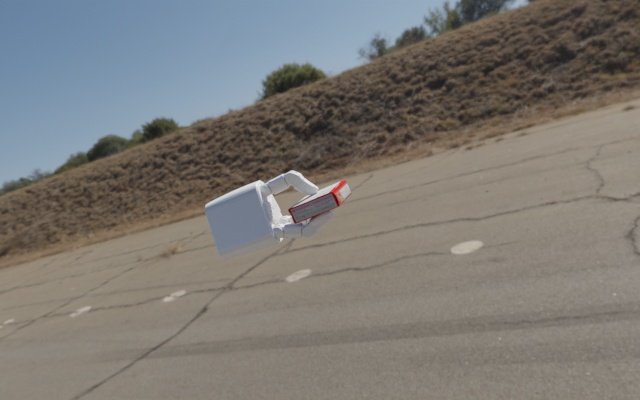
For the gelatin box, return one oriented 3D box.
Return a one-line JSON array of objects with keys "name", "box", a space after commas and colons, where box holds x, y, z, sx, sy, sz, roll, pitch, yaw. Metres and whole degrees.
[{"name": "gelatin box", "box": [0.000, 0.002, 0.796, 0.089, 0.030, 0.073, -23, 8, 25]}]
